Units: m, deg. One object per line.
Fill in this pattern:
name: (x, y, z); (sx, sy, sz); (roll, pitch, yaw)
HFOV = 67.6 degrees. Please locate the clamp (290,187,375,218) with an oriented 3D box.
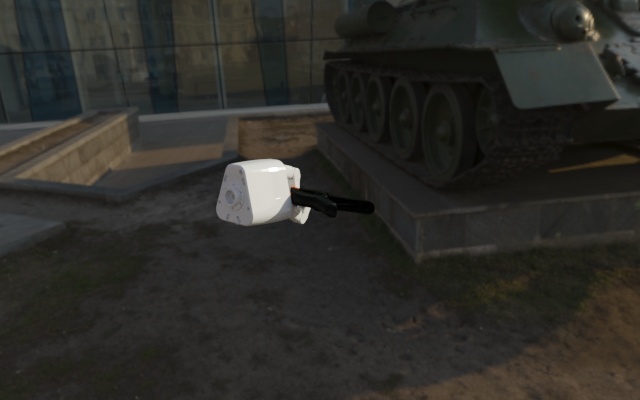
clamp: (0.000, 0.002, 0.874); (0.171, 0.039, 0.120); (10, 3, 33)
